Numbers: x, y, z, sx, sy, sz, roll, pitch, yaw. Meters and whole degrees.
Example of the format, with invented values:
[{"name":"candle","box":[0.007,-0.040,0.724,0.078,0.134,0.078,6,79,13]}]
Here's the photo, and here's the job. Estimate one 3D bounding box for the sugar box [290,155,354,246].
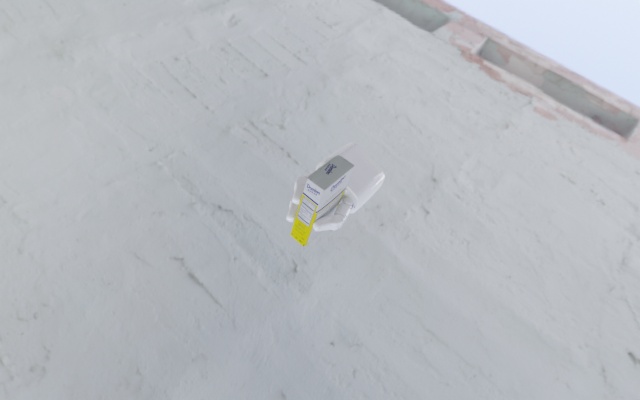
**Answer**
[{"name":"sugar box","box":[0.000,0.003,0.896,0.048,0.176,0.093,36,50,17]}]
